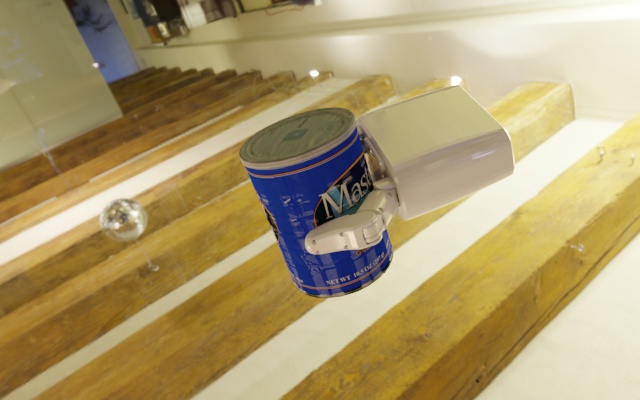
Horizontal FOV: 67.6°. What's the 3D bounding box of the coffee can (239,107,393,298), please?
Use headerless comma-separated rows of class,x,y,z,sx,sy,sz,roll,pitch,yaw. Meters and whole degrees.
coffee can,0.000,0.001,0.432,0.103,0.140,0.102,-15,27,8
